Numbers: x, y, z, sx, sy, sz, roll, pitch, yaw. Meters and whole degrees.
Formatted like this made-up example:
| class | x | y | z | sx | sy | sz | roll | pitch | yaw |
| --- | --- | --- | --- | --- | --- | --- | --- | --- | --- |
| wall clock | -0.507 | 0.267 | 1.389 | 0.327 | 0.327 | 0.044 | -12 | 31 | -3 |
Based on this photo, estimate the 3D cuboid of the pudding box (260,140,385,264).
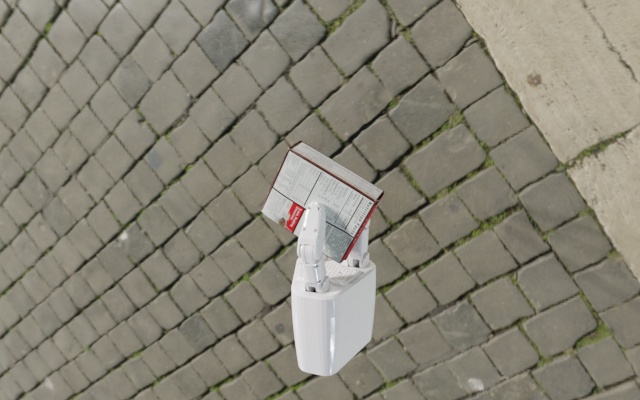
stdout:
| class | x | y | z | sx | sy | sz | roll | pitch | yaw |
| --- | --- | --- | --- | --- | --- | --- | --- | --- | --- |
| pudding box | 0.000 | 0.002 | 0.524 | 0.113 | 0.090 | 0.039 | 32 | 27 | 7 |
